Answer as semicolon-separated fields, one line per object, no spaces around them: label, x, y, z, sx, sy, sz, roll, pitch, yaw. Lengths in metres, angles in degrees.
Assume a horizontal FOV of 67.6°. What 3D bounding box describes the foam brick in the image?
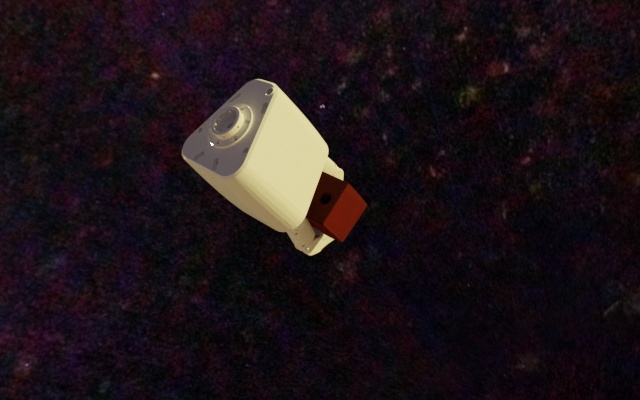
foam brick;0.000;0.002;0.524;0.078;0.053;0.051;25;-13;37
